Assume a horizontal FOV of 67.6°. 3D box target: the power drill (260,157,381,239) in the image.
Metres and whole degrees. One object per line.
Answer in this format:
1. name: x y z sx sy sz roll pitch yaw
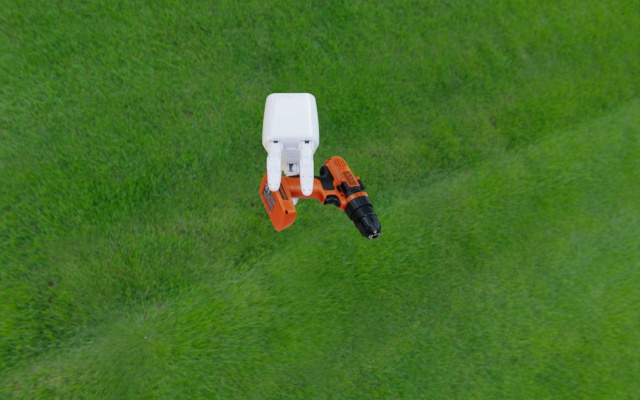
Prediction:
1. power drill: 0.000 0.003 0.845 0.187 0.184 0.057 -7 -39 -31
